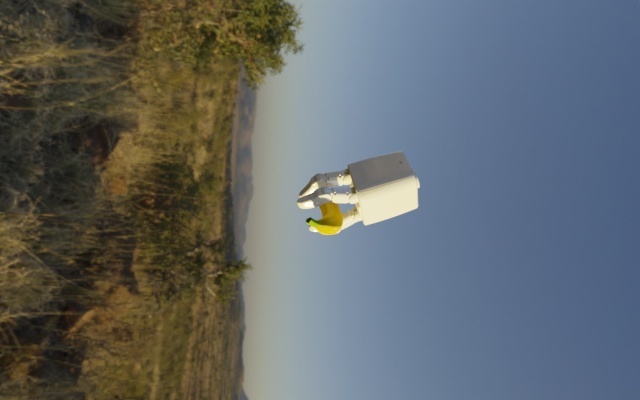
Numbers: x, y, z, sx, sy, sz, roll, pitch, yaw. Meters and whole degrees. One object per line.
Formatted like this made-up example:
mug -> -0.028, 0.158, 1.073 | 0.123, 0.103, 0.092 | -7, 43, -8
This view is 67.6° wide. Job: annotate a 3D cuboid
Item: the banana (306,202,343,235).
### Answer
banana -> 0.012, 0.018, 0.874 | 0.037, 0.069, 0.197 | -37, 14, 13
